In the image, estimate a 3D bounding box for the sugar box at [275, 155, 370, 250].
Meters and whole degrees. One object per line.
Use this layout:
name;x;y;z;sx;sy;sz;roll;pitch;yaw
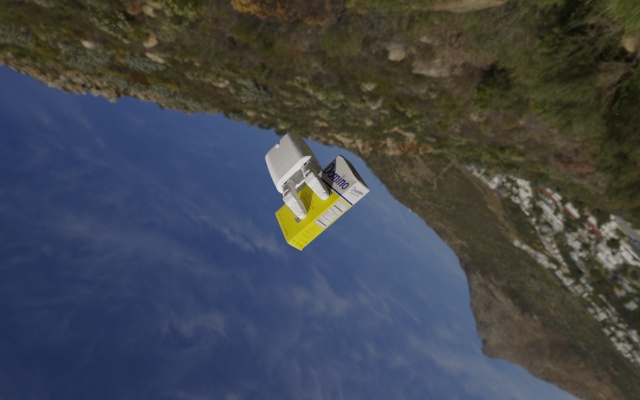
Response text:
sugar box;0.000;0.003;0.899;0.048;0.176;0.093;34;18;-41
